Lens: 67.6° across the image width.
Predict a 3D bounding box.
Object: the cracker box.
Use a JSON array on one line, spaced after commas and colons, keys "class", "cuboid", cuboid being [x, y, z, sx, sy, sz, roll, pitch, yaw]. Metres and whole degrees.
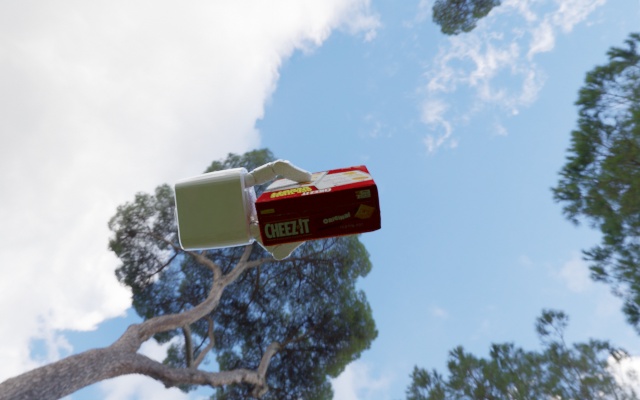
[{"class": "cracker box", "cuboid": [0.000, 0.002, 0.728, 0.164, 0.072, 0.213, -9, 11, 3]}]
